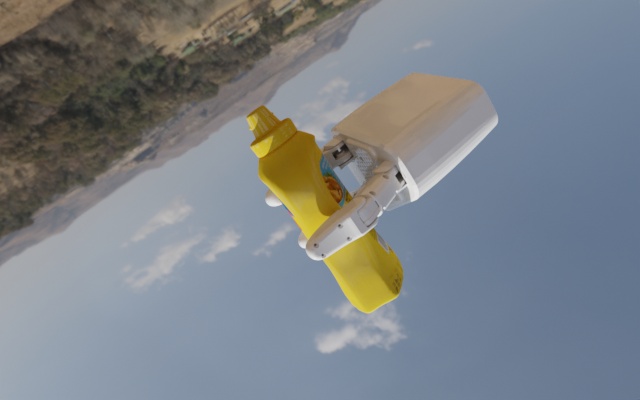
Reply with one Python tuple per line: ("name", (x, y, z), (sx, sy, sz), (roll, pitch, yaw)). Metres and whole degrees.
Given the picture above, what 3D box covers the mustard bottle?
("mustard bottle", (0.000, 0.002, 0.416), (0.058, 0.192, 0.096), (-32, 17, 10))
